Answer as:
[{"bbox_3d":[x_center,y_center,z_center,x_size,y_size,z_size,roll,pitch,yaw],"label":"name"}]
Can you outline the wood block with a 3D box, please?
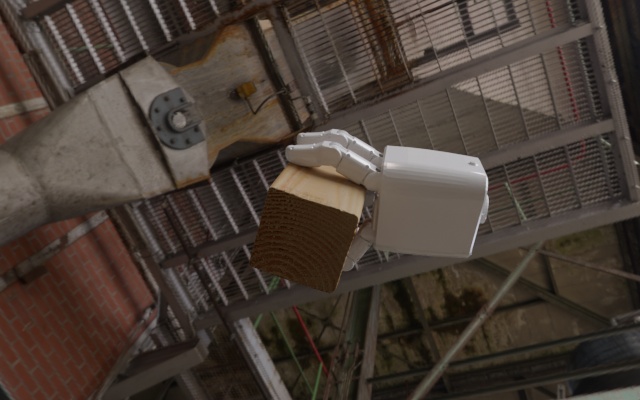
[{"bbox_3d":[0.000,0.002,0.540,0.090,0.091,0.206,18,23,3],"label":"wood block"}]
